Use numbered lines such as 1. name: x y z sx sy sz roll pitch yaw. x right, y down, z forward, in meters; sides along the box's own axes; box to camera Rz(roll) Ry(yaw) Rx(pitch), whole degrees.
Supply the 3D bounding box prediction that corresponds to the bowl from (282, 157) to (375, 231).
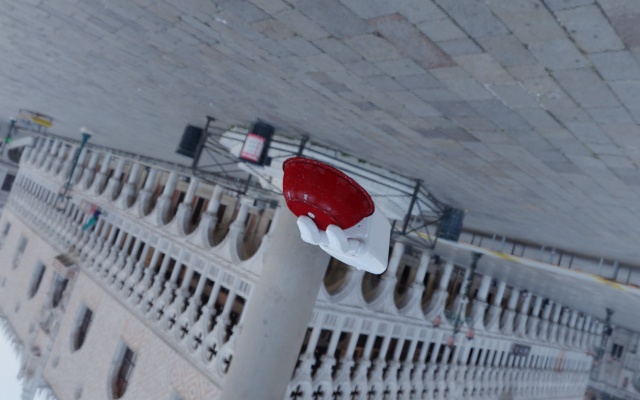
1. bowl: -0.001 0.002 0.736 0.162 0.055 0.162 25 -21 10
